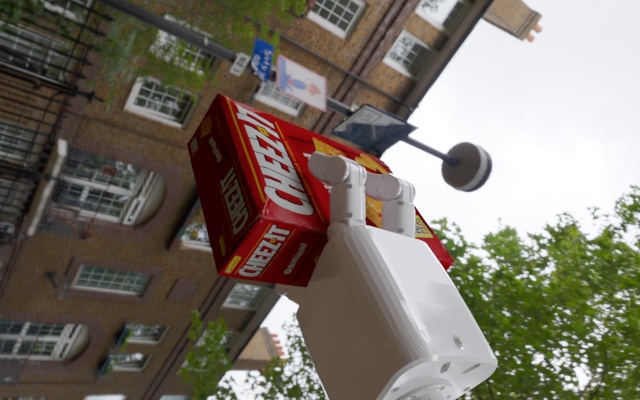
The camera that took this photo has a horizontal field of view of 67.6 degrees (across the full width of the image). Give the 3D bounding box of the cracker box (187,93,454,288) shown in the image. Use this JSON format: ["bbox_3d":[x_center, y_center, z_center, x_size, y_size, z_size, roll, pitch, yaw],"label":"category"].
[{"bbox_3d":[0.000,0.002,0.441,0.214,0.072,0.164,17,32,-37],"label":"cracker box"}]
